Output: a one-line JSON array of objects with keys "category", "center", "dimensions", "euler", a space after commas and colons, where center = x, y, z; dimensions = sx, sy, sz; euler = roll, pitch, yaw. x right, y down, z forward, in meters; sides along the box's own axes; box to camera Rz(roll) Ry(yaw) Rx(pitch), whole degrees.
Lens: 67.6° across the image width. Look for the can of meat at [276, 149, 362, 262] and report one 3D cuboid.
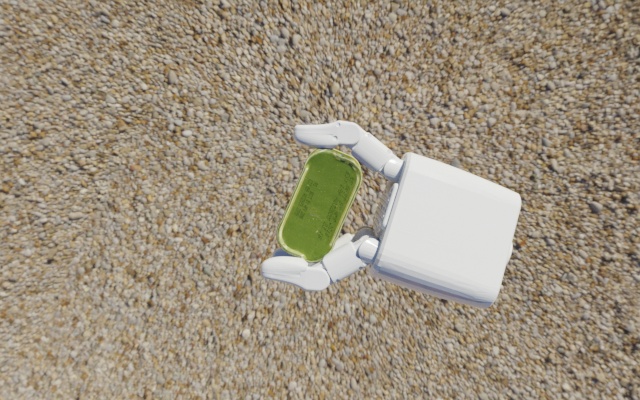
[{"category": "can of meat", "center": [0.000, 0.001, 0.445], "dimensions": [0.057, 0.102, 0.084], "euler": [23, 6, -1]}]
